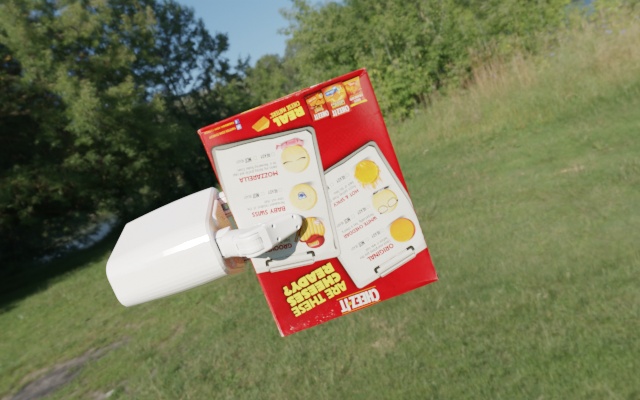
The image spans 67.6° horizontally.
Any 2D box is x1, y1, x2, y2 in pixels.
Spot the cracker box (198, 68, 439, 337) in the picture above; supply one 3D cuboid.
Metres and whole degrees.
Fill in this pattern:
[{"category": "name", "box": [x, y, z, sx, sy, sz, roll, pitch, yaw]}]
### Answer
[{"category": "cracker box", "box": [0.000, 0.001, 0.472, 0.164, 0.214, 0.072, -20, 10, 2]}]
